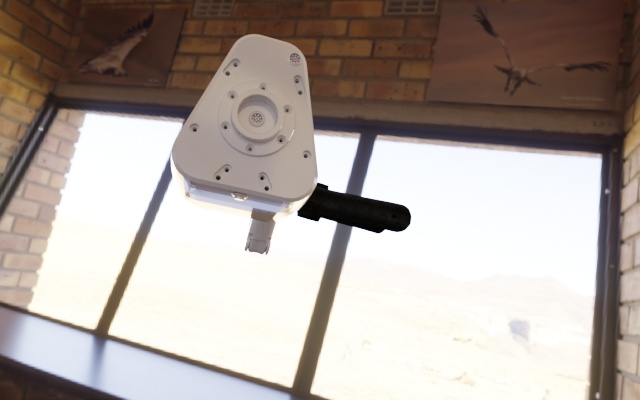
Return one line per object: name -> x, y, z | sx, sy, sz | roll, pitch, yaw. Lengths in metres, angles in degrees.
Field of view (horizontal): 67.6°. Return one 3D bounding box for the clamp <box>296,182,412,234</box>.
clamp -> 0.000, 0.001, 0.445 | 0.171, 0.039, 0.120 | 13, -11, -10
